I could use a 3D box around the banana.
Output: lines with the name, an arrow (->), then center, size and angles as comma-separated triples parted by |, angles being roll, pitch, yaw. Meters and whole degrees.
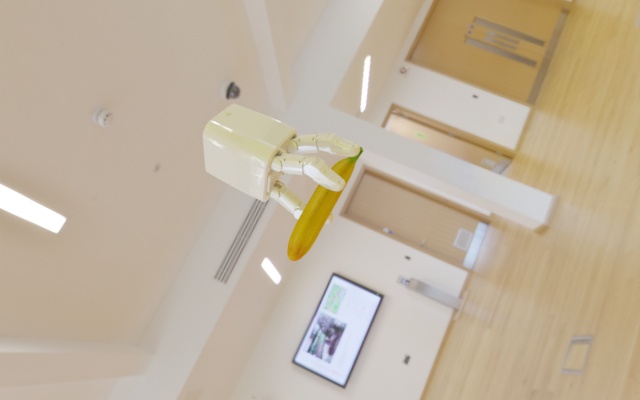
banana -> -0.001, 0.007, 0.671 | 0.037, 0.197, 0.070 | 28, -26, 5
